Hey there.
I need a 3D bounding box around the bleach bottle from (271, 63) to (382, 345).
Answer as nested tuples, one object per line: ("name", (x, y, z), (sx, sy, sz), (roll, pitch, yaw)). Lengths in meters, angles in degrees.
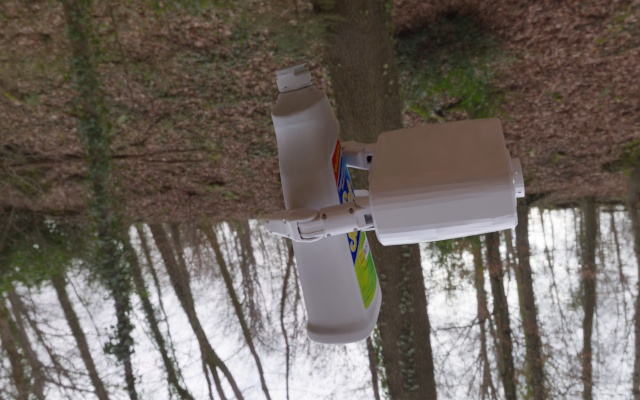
("bleach bottle", (0.000, 0.001, 0.449), (0.068, 0.251, 0.102), (-8, 19, 19))
